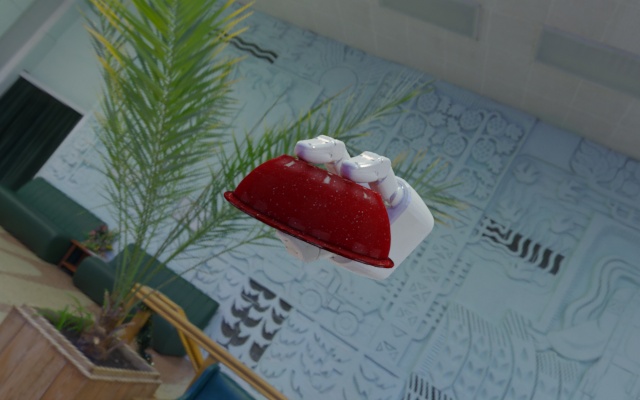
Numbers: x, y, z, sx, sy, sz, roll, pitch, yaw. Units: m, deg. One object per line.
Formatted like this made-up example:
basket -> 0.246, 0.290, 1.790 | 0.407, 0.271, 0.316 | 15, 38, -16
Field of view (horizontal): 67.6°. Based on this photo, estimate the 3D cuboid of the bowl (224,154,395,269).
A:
bowl -> 0.000, 0.001, 0.420 | 0.162, 0.055, 0.162 | 23, 4, -2
